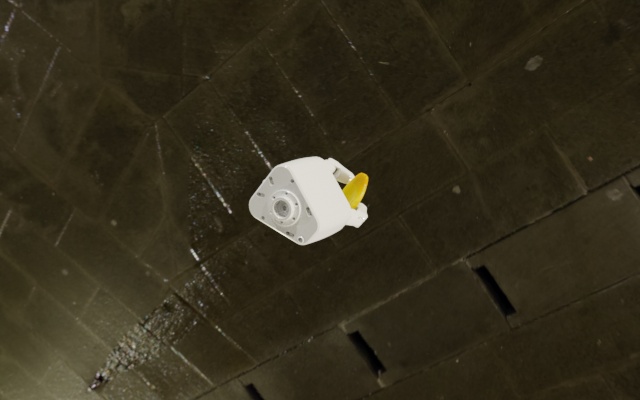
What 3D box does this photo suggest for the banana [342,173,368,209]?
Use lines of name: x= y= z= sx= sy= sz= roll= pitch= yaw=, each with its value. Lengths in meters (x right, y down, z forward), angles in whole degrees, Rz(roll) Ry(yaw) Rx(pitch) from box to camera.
banana: x=0.004 y=0.021 z=0.795 sx=0.198 sy=0.069 sz=0.037 roll=-25 pitch=-10 yaw=32
